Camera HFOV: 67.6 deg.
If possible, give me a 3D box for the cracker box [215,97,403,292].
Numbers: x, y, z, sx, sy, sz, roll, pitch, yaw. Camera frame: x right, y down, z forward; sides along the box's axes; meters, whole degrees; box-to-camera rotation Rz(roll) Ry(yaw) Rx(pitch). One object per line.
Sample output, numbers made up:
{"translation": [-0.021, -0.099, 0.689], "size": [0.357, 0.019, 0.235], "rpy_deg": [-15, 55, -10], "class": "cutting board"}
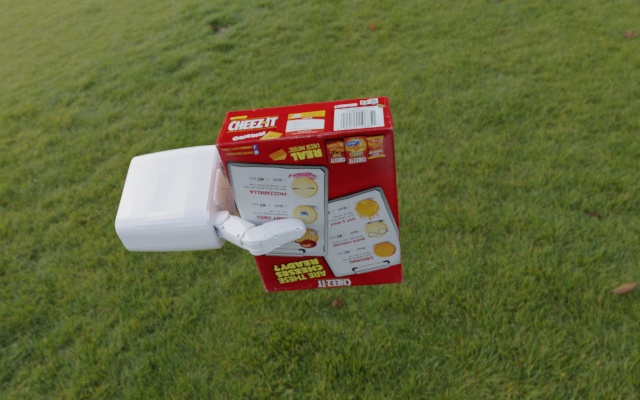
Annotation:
{"translation": [0.000, 0.002, 0.513], "size": [0.164, 0.214, 0.072], "rpy_deg": [-5, 41, 7], "class": "cracker box"}
